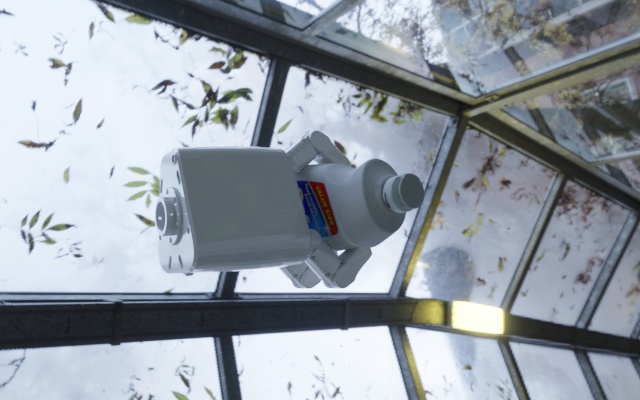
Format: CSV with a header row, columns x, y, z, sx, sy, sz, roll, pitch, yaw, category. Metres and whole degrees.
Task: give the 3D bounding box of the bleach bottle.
x,y,z,sx,sy,sz,roll,pitch,yaw,category
0.000,0.002,0.482,0.068,0.102,0.251,-2,-7,-36,bleach bottle
